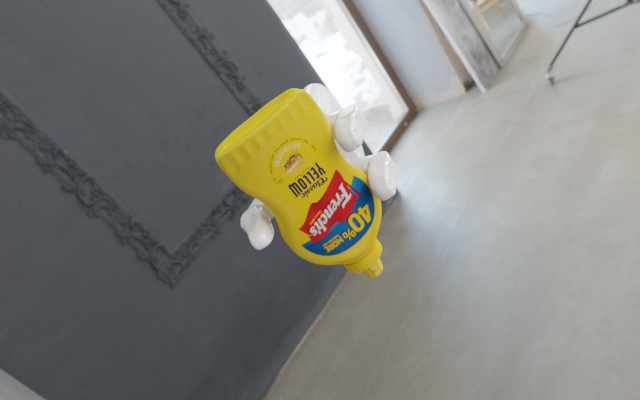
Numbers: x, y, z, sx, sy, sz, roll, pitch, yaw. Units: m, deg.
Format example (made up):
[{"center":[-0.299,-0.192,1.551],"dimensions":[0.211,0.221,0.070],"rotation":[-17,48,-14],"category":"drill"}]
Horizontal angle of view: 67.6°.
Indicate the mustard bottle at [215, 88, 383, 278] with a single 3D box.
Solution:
[{"center":[0.000,0.001,0.435],"dimensions":[0.096,0.192,0.058],"rotation":[-41,24,-6],"category":"mustard bottle"}]
